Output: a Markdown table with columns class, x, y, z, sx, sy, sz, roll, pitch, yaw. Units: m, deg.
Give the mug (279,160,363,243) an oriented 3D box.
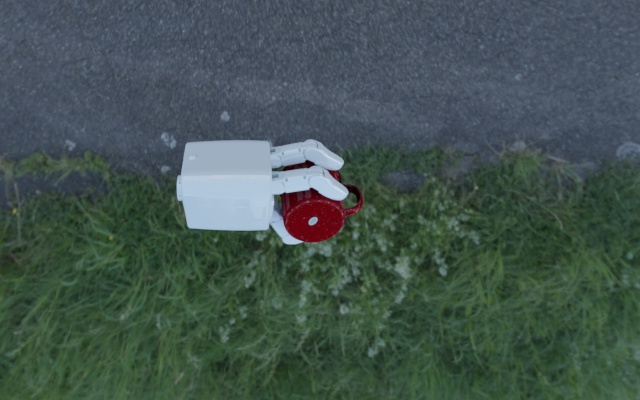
| class | x | y | z | sx | sy | sz | roll | pitch | yaw |
| --- | --- | --- | --- | --- | --- | --- | --- | --- | --- |
| mug | 0.002 | 0.002 | 0.649 | 0.117 | 0.093 | 0.081 | -2 | 42 | -7 |
